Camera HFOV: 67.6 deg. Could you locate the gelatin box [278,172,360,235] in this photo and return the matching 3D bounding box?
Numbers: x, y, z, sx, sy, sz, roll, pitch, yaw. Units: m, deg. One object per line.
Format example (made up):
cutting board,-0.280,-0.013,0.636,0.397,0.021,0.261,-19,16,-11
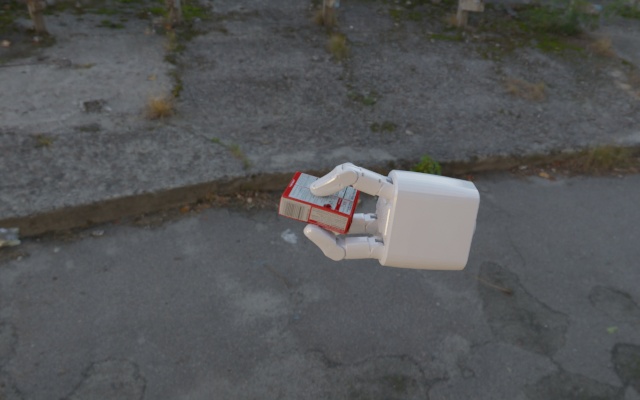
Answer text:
gelatin box,0.000,0.001,0.595,0.089,0.030,0.073,17,30,4
